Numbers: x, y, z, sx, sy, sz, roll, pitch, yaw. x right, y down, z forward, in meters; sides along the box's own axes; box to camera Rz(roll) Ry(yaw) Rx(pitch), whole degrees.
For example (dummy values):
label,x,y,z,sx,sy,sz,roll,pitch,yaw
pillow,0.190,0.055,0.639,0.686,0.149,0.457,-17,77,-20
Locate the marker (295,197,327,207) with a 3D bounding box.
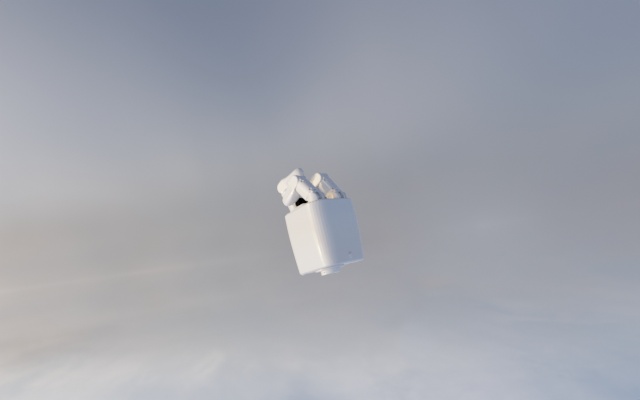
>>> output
label,x,y,z,sx,sy,sz,roll,pitch,yaw
marker,0.000,0.003,0.847,0.020,0.020,0.121,0,1,41
